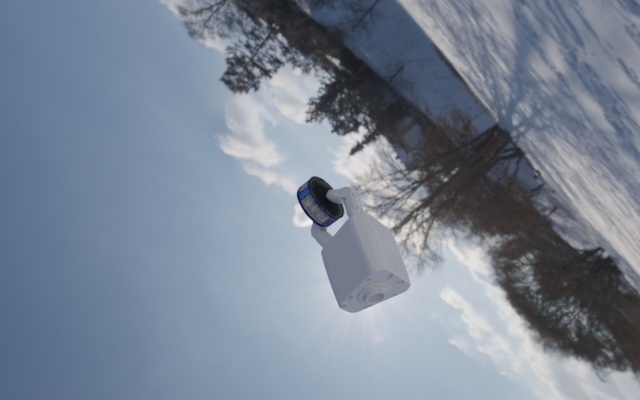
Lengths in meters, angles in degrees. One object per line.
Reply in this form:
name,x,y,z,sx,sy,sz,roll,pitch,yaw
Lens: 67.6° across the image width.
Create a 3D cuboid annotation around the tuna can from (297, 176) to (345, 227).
tuna can,0.000,0.003,0.809,0.034,0.086,0.086,-37,-18,24
